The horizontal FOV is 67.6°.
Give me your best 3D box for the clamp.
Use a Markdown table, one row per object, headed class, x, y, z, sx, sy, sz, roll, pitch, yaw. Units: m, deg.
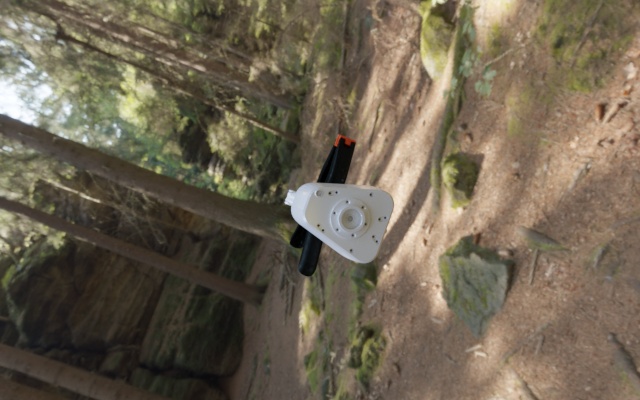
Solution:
| class | x | y | z | sx | sy | sz | roll | pitch | yaw |
| --- | --- | --- | --- | --- | --- | --- | --- | --- | --- |
| clamp | 0.000 | 0.002 | 0.738 | 0.036 | 0.210 | 0.164 | 20 | -1 | -12 |
